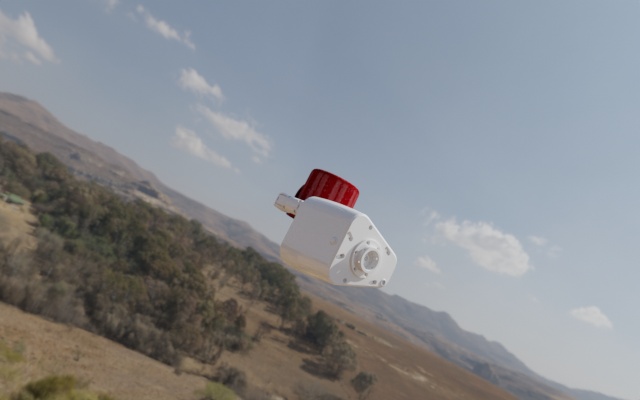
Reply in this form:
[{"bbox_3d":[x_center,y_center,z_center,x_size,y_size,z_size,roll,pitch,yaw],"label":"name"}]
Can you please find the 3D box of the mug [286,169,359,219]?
[{"bbox_3d":[-0.001,0.002,0.732,0.093,0.081,0.117,31,-8,-37],"label":"mug"}]
